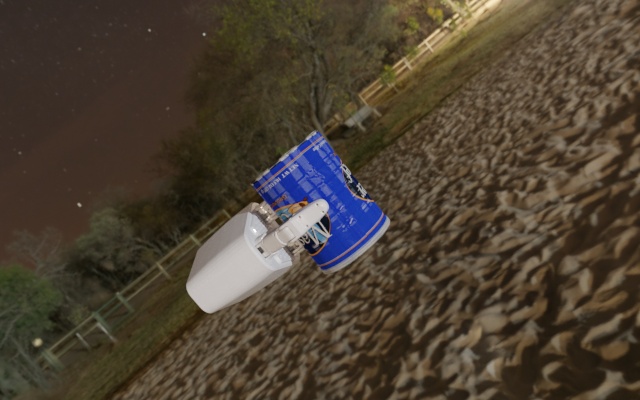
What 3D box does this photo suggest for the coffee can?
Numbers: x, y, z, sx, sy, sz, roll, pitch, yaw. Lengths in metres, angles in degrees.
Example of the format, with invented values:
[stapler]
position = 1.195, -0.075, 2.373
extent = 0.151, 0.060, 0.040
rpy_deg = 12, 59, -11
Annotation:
[coffee can]
position = 0.000, 0.002, 0.571
extent = 0.103, 0.140, 0.103
rpy_deg = -39, 6, 4
